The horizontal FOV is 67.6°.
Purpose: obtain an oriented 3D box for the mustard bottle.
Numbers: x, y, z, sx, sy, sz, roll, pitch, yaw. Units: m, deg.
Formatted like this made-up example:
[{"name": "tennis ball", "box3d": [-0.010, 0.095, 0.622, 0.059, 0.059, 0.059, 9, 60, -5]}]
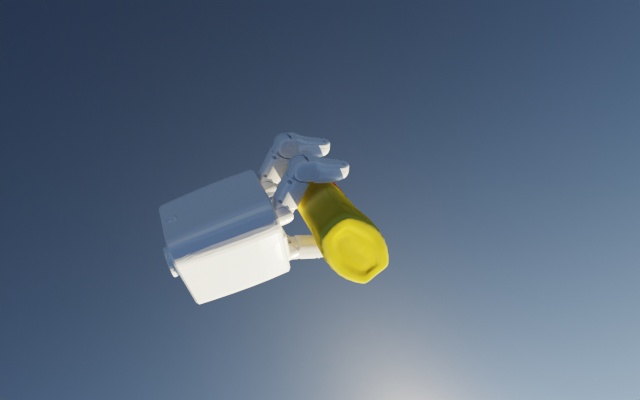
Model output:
[{"name": "mustard bottle", "box3d": [0.000, 0.002, 0.522, 0.096, 0.058, 0.191, 48, 4, -38]}]
